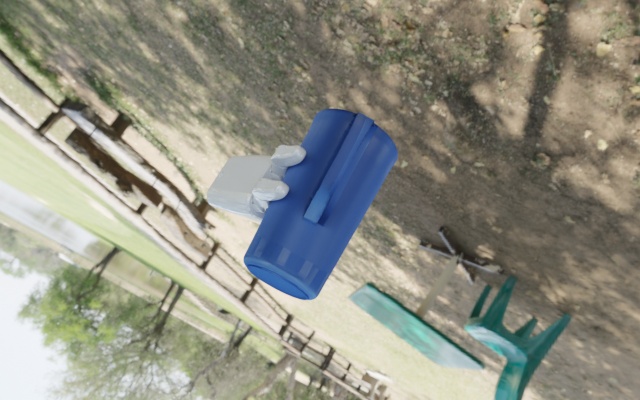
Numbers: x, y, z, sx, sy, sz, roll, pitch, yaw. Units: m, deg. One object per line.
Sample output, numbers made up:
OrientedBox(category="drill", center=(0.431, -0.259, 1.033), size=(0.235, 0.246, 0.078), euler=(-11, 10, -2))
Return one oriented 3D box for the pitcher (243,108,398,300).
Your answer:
OrientedBox(category="pitcher", center=(0.000, 0.002, 0.638), size=(0.145, 0.242, 0.149), euler=(9, -28, 41))
